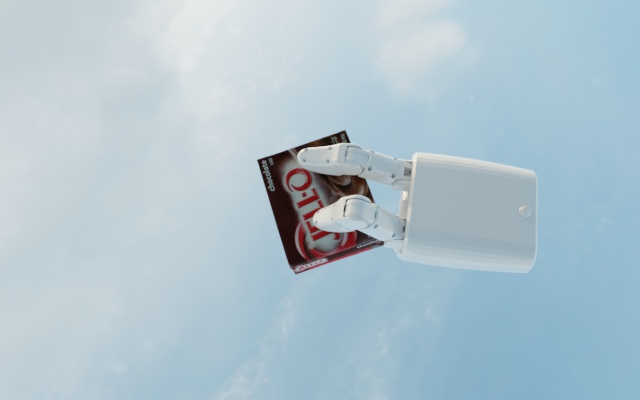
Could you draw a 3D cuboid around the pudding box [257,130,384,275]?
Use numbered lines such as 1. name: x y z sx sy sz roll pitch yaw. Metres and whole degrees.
1. pudding box: 0.000 0.001 0.444 0.090 0.113 0.039 -19 -23 -2
